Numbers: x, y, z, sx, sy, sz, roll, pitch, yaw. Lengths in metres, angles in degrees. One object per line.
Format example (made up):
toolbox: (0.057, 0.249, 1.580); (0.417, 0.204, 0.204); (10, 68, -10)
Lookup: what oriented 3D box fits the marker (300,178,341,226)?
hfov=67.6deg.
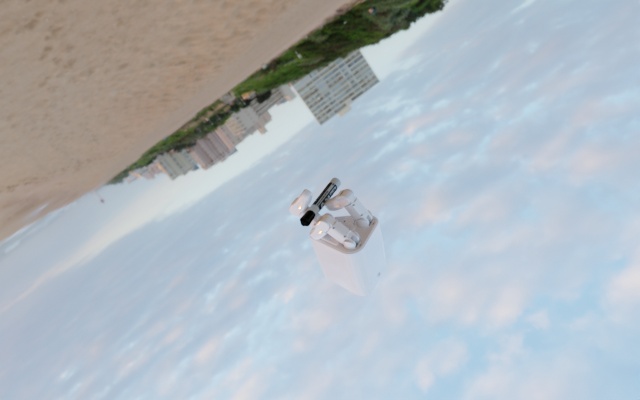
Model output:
marker: (0.000, 0.003, 0.810); (0.020, 0.020, 0.121); (0, 37, 36)
